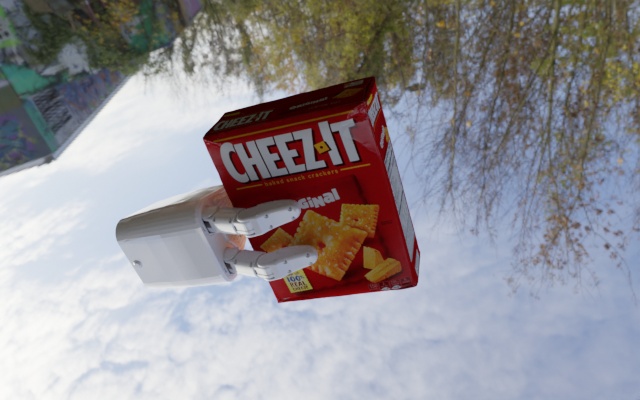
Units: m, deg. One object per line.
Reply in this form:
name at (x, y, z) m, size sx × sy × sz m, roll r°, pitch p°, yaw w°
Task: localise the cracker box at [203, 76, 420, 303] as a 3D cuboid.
cracker box at (0.000, 0.002, 0.492) m, size 0.164 × 0.214 × 0.072 m, roll -10°, pitch 30°, yaw 19°
